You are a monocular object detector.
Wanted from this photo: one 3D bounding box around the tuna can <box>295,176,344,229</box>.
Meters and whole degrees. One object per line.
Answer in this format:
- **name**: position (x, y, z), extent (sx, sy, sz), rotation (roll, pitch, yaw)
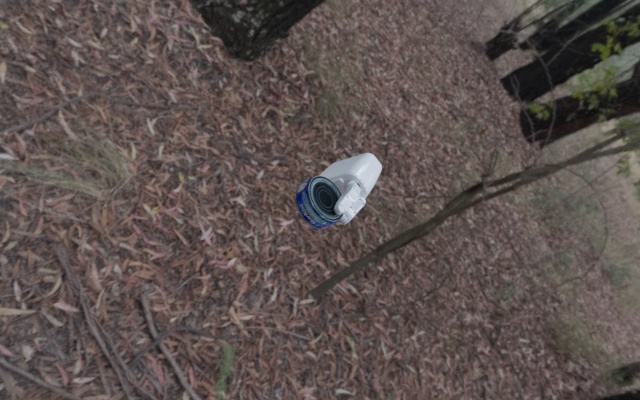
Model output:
- **tuna can**: position (0.000, 0.002, 0.795), extent (0.034, 0.086, 0.086), rotation (-30, -20, 38)
